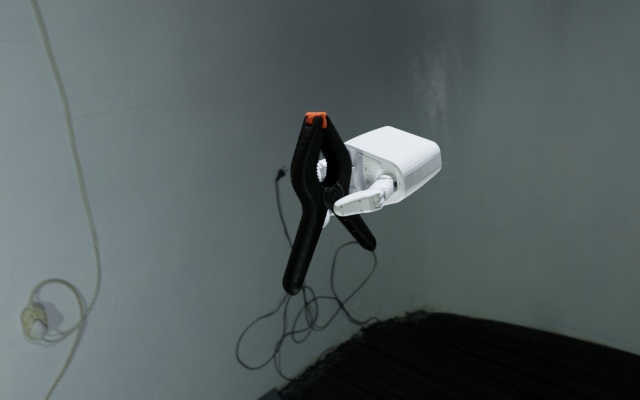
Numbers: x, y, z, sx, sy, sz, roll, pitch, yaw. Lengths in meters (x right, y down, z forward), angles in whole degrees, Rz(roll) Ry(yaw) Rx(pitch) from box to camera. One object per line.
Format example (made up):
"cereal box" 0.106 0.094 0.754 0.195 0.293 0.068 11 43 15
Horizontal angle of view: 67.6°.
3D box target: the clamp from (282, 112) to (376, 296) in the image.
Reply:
"clamp" 0.001 0.001 0.578 0.036 0.210 0.164 8 28 42
